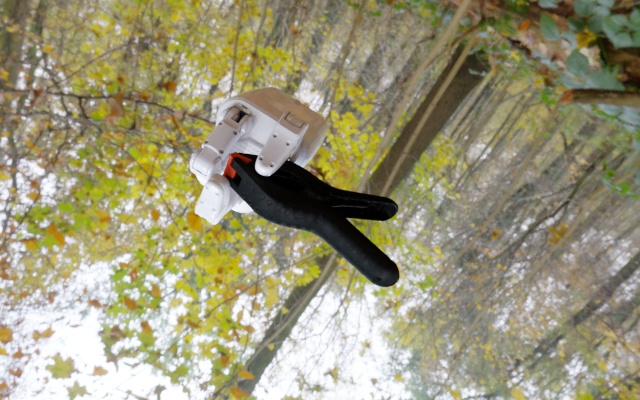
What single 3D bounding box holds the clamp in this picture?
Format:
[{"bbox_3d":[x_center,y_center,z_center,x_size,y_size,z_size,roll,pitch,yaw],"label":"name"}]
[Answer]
[{"bbox_3d":[0.000,0.002,0.427,0.171,0.039,0.120,32,24,0],"label":"clamp"}]
